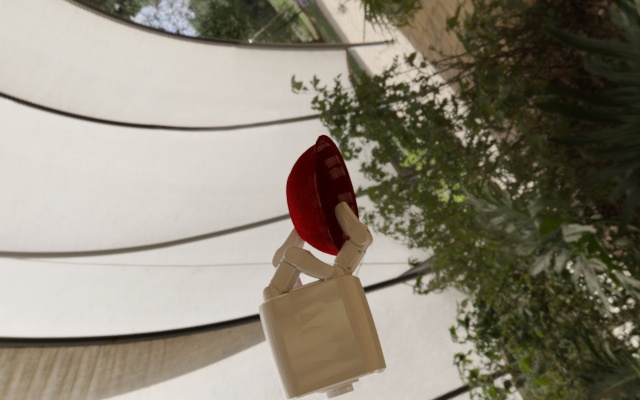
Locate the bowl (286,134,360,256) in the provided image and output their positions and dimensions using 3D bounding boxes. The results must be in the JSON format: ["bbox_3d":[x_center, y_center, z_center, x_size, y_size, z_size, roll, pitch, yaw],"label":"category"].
[{"bbox_3d":[0.000,0.001,0.600,0.055,0.162,0.162,-13,-4,18],"label":"bowl"}]
